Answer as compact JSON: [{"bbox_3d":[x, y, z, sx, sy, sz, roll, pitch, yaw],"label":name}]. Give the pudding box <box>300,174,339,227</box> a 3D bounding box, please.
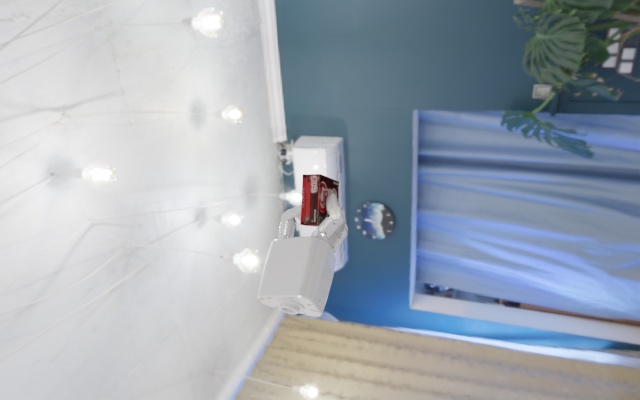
[{"bbox_3d":[0.000,0.003,0.864,0.039,0.090,0.113,2,-4,17],"label":"pudding box"}]
